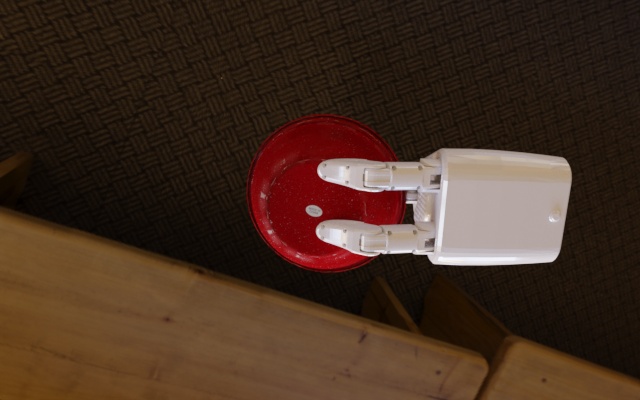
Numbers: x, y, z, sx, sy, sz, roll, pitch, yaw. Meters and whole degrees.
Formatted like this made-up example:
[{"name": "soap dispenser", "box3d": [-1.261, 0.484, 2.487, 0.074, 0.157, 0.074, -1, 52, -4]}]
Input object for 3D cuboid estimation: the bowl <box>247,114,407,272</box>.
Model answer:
[{"name": "bowl", "box3d": [-0.001, 0.002, 0.452, 0.162, 0.162, 0.055, 0, 14, 10]}]
